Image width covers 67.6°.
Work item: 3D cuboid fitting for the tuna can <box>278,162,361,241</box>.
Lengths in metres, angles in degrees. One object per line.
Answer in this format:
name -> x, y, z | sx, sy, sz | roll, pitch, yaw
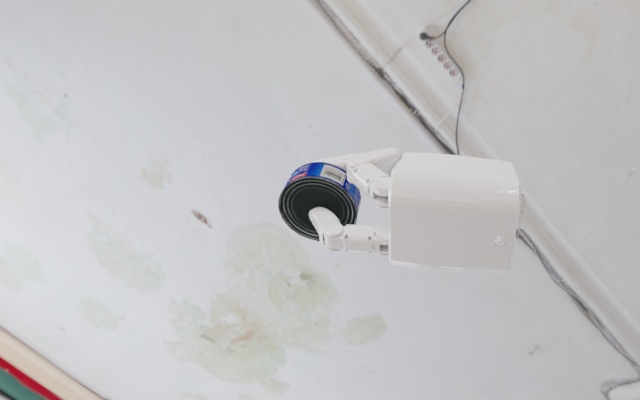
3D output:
tuna can -> 0.000, 0.001, 0.516 | 0.086, 0.086, 0.033 | 0, 37, 16
